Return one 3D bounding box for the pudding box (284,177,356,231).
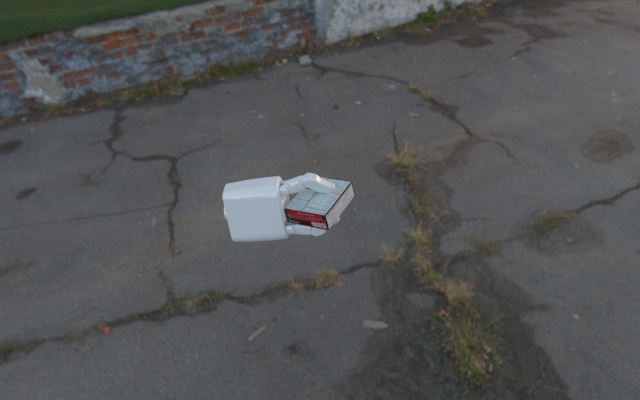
[{"bbox_3d":[0.000,0.003,0.885,0.090,0.039,0.113,11,43,29],"label":"pudding box"}]
